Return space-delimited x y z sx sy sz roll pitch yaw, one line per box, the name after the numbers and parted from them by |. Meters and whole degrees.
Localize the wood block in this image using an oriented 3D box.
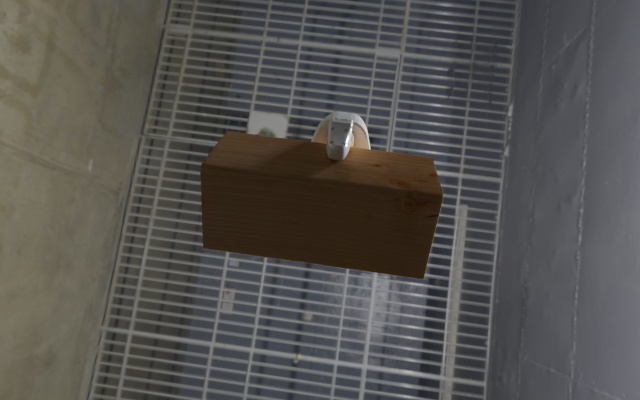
0.000 0.001 0.457 0.206 0.091 0.090 7 29 3 | wood block
